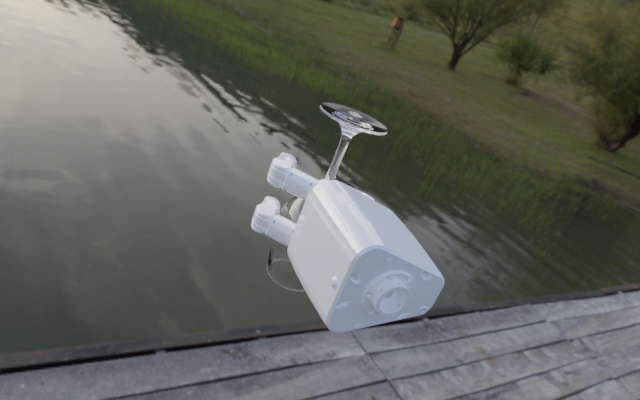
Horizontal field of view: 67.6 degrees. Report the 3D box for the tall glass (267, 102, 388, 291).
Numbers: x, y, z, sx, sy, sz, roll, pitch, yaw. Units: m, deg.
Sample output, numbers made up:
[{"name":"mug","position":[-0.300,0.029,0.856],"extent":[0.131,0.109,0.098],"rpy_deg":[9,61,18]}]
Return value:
[{"name":"tall glass","position":[0.000,0.001,0.519],"extent":[0.079,0.201,0.079],"rpy_deg":[18,24,-8]}]
